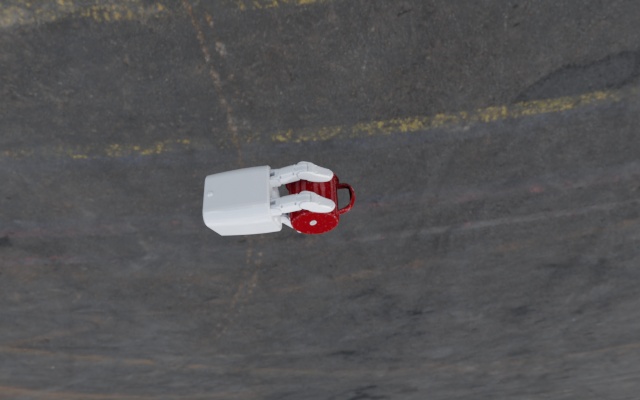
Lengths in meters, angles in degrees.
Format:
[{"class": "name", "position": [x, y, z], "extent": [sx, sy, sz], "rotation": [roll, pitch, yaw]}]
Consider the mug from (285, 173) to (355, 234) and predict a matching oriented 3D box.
[{"class": "mug", "position": [0.002, 0.003, 0.802], "extent": [0.117, 0.081, 0.093], "rotation": [-8, -31, 6]}]
